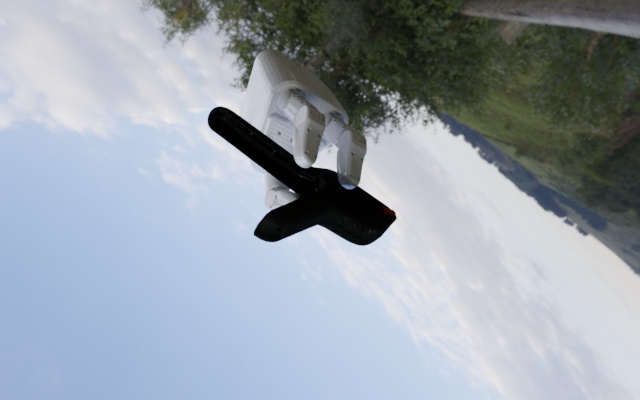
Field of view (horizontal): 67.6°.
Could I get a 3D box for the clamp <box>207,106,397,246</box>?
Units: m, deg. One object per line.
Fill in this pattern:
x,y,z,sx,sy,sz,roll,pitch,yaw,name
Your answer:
0.000,0.002,0.435,0.210,0.036,0.164,25,26,-34,clamp
